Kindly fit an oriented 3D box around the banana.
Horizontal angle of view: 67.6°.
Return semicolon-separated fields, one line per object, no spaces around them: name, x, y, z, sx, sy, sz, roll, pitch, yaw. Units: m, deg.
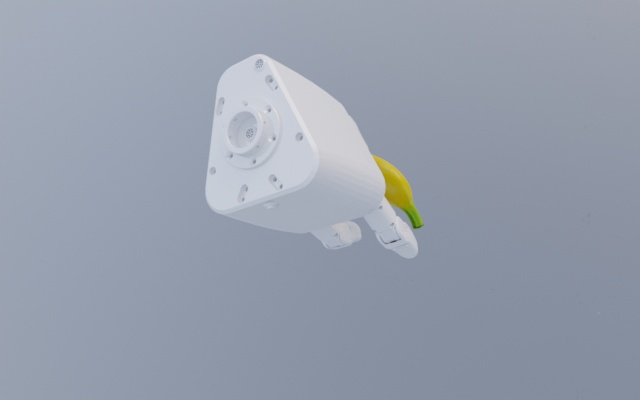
banana;0.005;-0.017;0.475;0.198;0.069;0.037;6;-3;28
